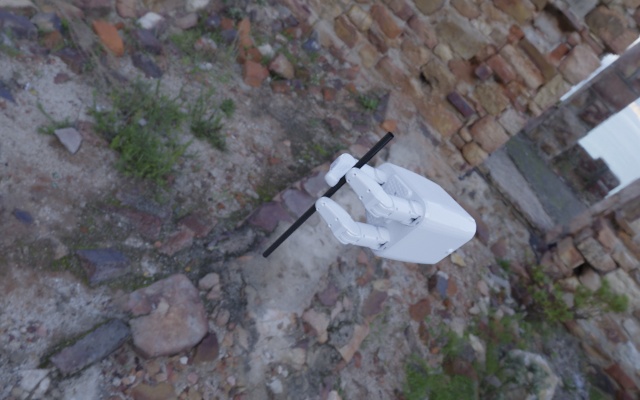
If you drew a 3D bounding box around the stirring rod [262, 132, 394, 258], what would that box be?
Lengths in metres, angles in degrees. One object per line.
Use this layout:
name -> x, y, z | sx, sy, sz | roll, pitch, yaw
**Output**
stirring rod -> 0.000, 0.002, 0.556 | 0.011, 0.011, 0.240 | 0, -35, -48
